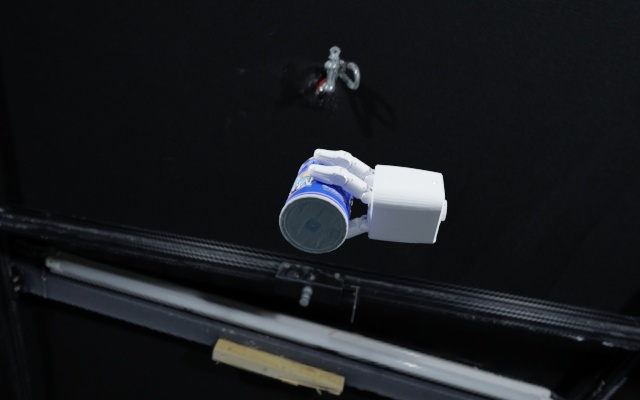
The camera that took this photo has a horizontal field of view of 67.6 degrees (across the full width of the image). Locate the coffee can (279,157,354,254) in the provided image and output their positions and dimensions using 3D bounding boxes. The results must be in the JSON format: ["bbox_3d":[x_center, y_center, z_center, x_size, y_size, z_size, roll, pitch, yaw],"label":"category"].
[{"bbox_3d":[0.000,0.003,0.763,0.103,0.103,0.140,0,31,11],"label":"coffee can"}]
